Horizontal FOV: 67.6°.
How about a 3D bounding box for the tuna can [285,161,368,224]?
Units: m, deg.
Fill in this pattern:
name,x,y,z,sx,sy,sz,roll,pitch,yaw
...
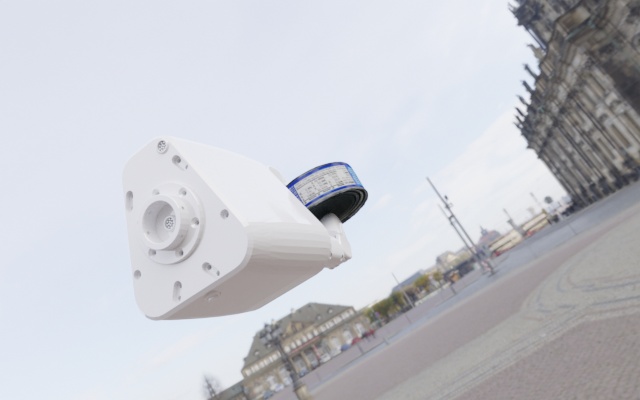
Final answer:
name,x,y,z,sx,sy,sz,roll,pitch,yaw
tuna can,0.000,0.001,0.451,0.086,0.033,0.086,-25,-22,-11
